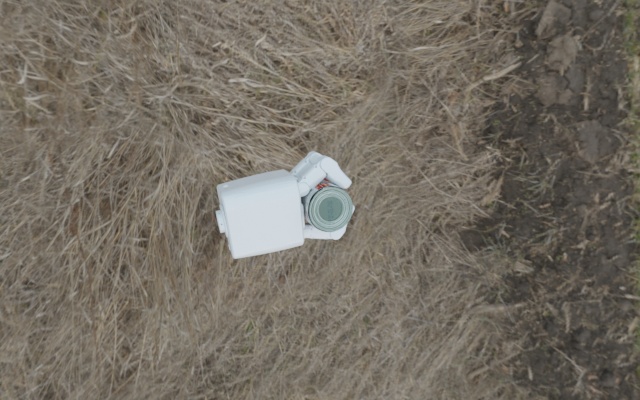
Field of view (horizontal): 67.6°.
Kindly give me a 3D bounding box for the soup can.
[{"bbox_3d":[0.001,0.002,0.709,0.068,0.068,0.102,0,12,-17],"label":"soup can"}]
